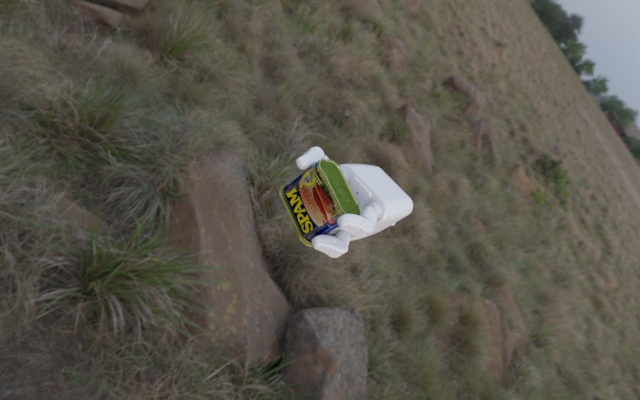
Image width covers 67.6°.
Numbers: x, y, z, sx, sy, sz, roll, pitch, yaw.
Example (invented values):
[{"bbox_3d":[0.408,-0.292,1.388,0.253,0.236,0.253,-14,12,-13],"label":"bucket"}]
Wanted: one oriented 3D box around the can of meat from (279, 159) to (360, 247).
[{"bbox_3d":[0.000,0.002,0.692,0.084,0.102,0.057,-35,-19,31],"label":"can of meat"}]
